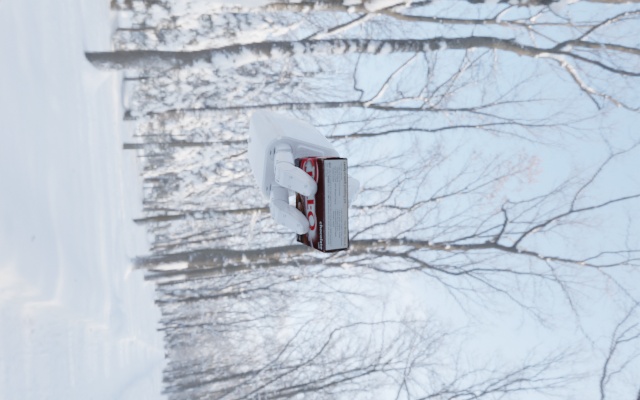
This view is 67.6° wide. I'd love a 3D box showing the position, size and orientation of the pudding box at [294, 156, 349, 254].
[{"bbox_3d":[0.000,0.002,0.590,0.039,0.113,0.090,-6,7,-22],"label":"pudding box"}]
